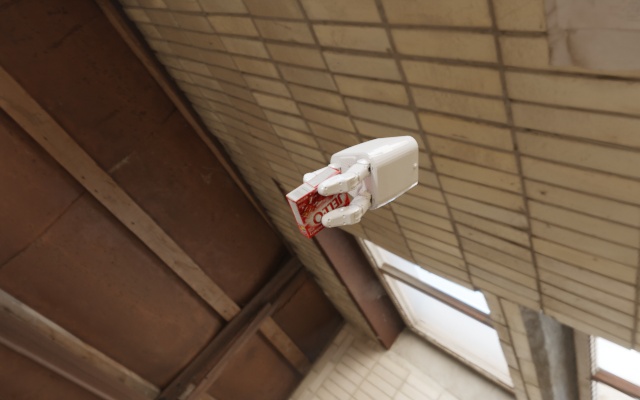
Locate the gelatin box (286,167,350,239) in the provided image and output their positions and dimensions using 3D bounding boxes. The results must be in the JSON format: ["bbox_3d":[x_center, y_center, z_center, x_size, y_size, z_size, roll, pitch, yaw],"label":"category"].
[{"bbox_3d":[0.000,0.002,0.721,0.089,0.073,0.030,-34,38,-21],"label":"gelatin box"}]
